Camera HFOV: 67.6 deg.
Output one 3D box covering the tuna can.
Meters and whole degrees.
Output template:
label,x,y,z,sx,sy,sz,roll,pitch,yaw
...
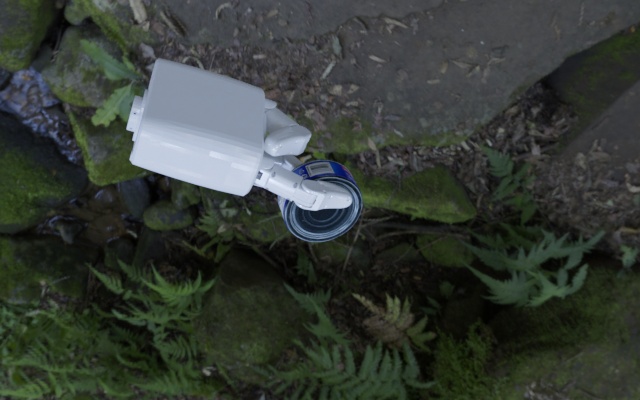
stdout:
label,x,y,z,sx,sy,sz,roll,pitch,yaw
tuna can,0.000,0.002,0.502,0.086,0.086,0.033,0,35,-18
